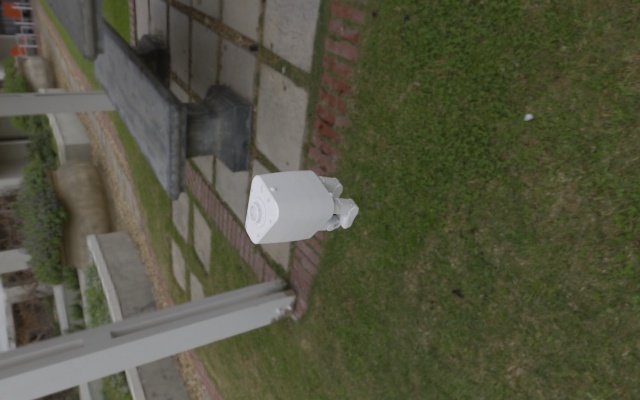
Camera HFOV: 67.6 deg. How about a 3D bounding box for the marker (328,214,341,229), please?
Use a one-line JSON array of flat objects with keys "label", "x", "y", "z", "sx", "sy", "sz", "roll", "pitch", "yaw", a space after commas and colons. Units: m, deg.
[{"label": "marker", "x": 0.000, "y": 0.003, "z": 0.868, "sx": 0.020, "sy": 0.020, "sz": 0.121, "roll": 0, "pitch": 42, "yaw": -40}]
